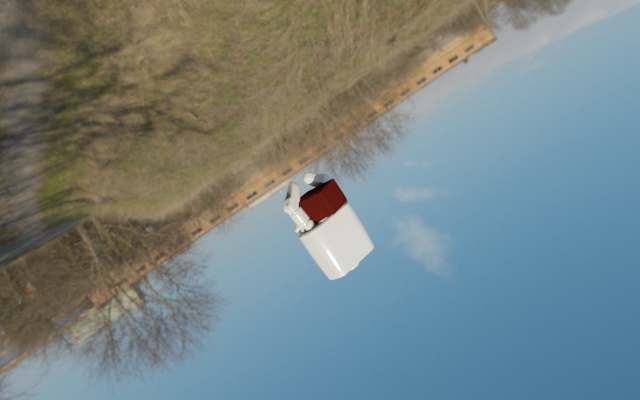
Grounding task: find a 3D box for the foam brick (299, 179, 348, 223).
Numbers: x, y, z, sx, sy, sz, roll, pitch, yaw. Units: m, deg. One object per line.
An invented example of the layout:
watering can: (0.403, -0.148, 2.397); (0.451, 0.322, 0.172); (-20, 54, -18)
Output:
foam brick: (0.000, 0.003, 0.885); (0.078, 0.051, 0.053); (-25, 12, 44)
